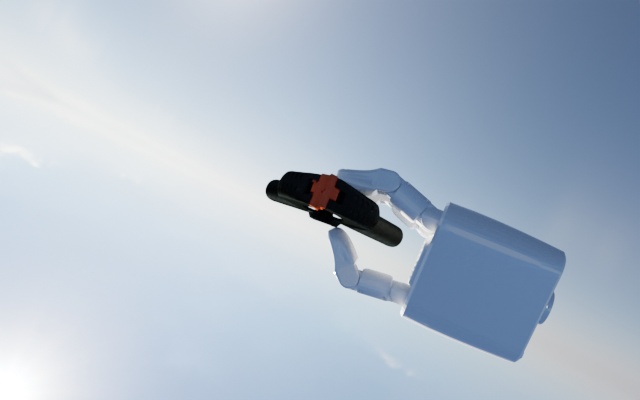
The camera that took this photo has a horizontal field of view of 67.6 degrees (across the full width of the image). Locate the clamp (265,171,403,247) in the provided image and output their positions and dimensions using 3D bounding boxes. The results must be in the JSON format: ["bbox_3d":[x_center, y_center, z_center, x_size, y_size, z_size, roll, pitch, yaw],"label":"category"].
[{"bbox_3d":[0.000,0.002,0.461,0.164,0.036,0.210,20,-5,13],"label":"clamp"}]
